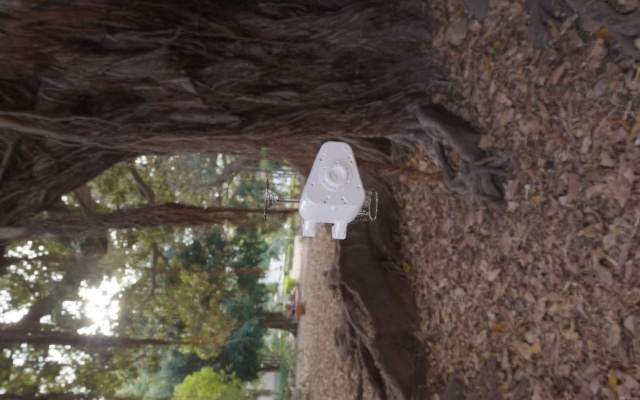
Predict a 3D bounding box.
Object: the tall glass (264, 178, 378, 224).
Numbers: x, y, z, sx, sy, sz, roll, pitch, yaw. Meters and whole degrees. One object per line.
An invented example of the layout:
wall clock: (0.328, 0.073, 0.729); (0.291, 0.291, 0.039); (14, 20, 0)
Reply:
tall glass: (-0.001, 0.003, 0.872); (0.201, 0.079, 0.079); (3, 0, -5)
